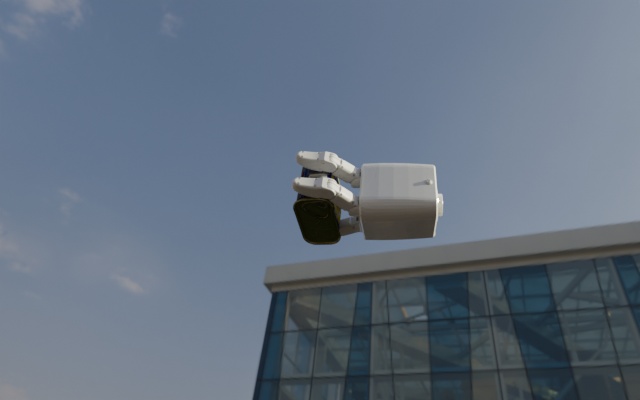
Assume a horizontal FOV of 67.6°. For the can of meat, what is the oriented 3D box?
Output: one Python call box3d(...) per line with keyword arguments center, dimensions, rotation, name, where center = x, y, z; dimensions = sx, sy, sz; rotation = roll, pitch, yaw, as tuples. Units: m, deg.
box3d(center=(0.000, 0.002, 0.710), dimensions=(0.057, 0.083, 0.102), rotation=(-3, -42, 12), name="can of meat")
